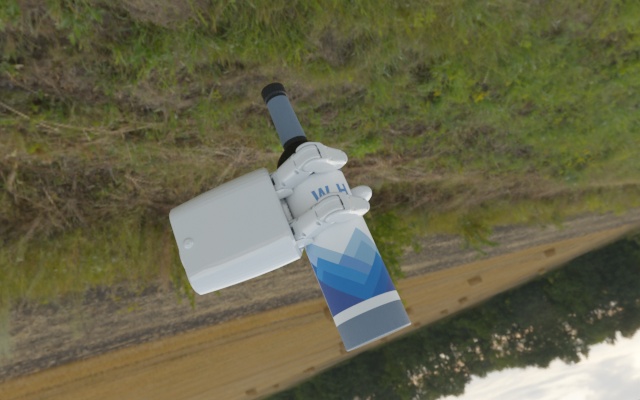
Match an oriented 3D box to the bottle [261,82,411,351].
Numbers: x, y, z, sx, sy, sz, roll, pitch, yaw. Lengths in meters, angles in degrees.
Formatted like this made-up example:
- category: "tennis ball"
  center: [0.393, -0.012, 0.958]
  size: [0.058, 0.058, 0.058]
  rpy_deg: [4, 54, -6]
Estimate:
- category: "bottle"
  center: [0.000, 0.002, 0.497]
  size: [0.069, 0.295, 0.069]
  rpy_deg: [-21, -19, -8]
